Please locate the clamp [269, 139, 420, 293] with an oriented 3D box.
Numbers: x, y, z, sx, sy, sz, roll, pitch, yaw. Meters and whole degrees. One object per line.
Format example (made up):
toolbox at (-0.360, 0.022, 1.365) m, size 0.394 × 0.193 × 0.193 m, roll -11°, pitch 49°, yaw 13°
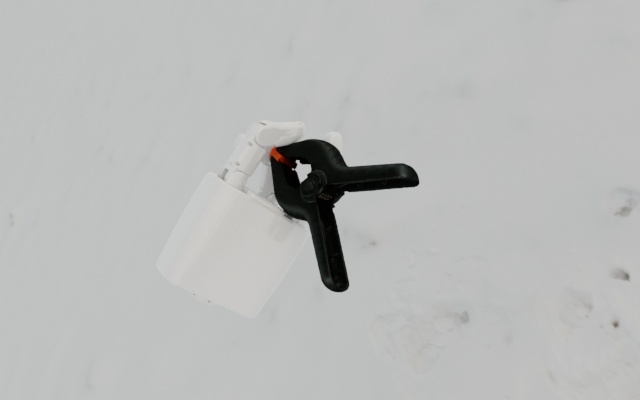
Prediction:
clamp at (0.000, 0.001, 0.437) m, size 0.039 × 0.120 × 0.171 m, roll 33°, pitch -3°, yaw -42°
